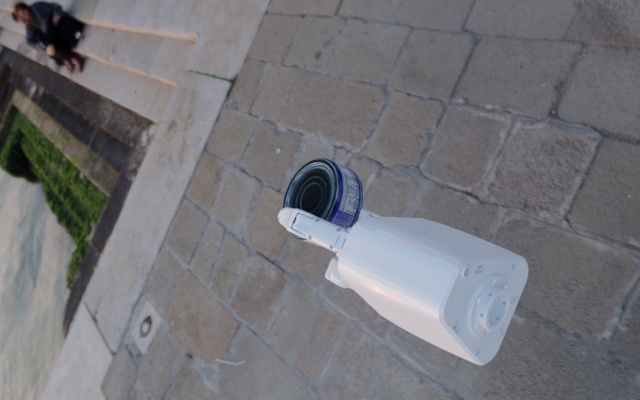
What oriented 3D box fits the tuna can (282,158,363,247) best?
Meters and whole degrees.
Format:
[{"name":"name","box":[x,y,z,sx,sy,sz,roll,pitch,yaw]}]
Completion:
[{"name":"tuna can","box":[0.000,0.001,0.479,0.034,0.086,0.086,22,-14,-38]}]
